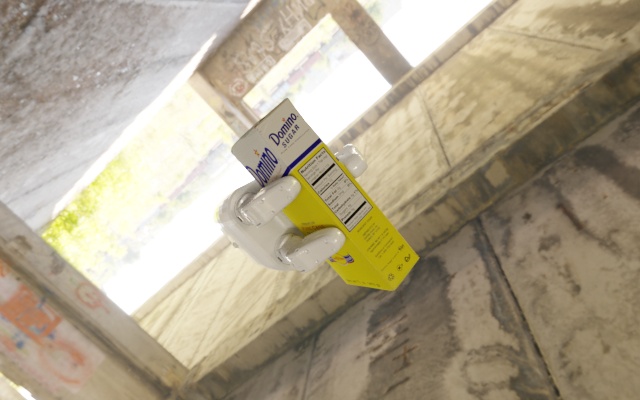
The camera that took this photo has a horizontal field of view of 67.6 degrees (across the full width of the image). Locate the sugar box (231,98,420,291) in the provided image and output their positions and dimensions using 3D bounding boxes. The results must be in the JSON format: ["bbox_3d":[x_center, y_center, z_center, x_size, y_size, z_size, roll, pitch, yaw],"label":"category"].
[{"bbox_3d":[0.000,0.002,0.421,0.048,0.176,0.093,-48,12,-21],"label":"sugar box"}]
